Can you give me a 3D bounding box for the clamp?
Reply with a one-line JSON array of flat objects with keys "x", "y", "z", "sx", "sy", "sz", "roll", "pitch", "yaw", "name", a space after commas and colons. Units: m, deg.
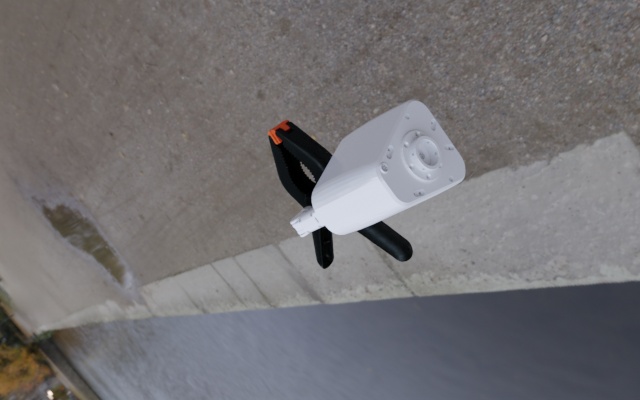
[{"x": -0.001, "y": 0.002, "z": 0.585, "sx": 0.036, "sy": 0.210, "sz": 0.164, "roll": -42, "pitch": 9, "yaw": -36, "name": "clamp"}]
